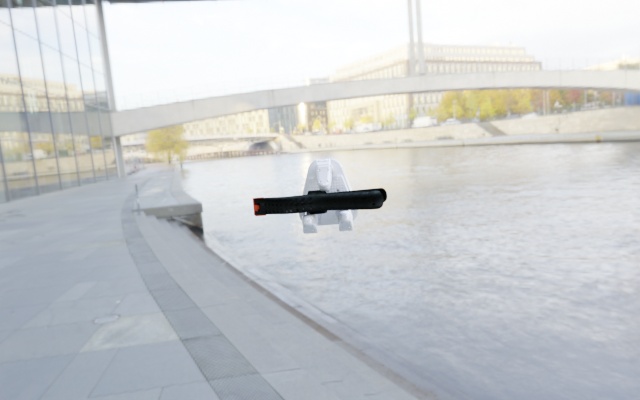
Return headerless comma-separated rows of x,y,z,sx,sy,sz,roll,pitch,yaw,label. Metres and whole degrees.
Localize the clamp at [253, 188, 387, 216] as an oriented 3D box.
0.000,0.002,0.709,0.210,0.036,0.164,-5,1,3,clamp
